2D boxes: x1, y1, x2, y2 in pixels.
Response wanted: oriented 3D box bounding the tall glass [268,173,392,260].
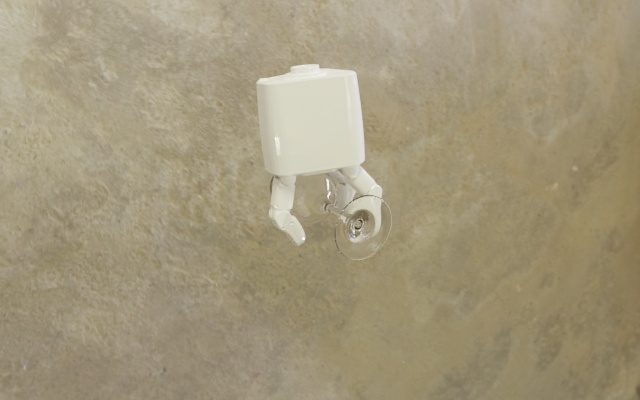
[{"bbox_3d":[0.000,0.002,0.598,0.079,0.079,0.201,0,16,-30],"label":"tall glass"}]
